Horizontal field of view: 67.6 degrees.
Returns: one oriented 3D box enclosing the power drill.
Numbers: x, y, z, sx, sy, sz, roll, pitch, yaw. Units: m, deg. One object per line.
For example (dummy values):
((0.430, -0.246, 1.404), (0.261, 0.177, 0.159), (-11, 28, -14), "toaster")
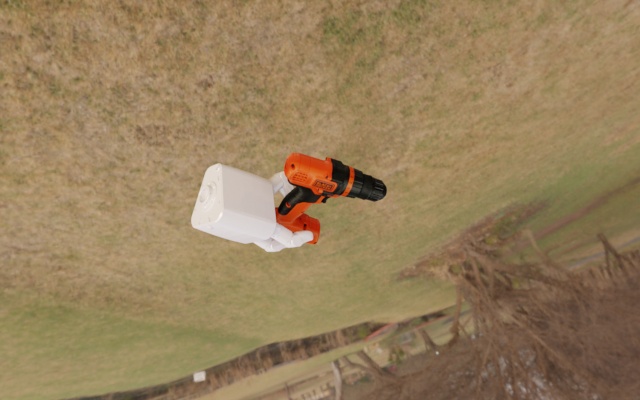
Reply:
((0.000, 0.003, 0.843), (0.184, 0.057, 0.188), (17, -45, -19), "power drill")
